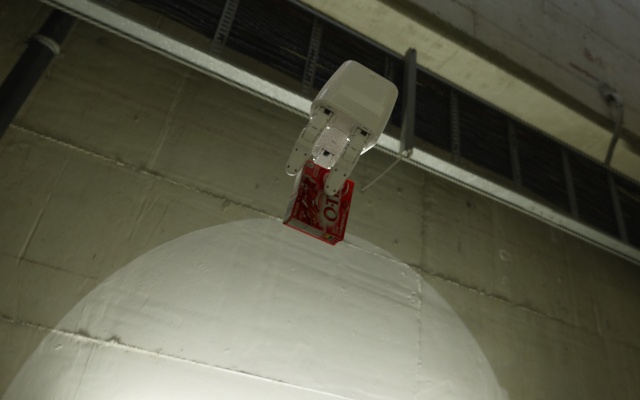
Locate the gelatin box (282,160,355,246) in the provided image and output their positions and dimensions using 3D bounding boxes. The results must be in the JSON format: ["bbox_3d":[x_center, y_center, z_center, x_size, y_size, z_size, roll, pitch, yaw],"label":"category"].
[{"bbox_3d":[0.000,0.002,0.598,0.073,0.089,0.030,25,-33,-17],"label":"gelatin box"}]
